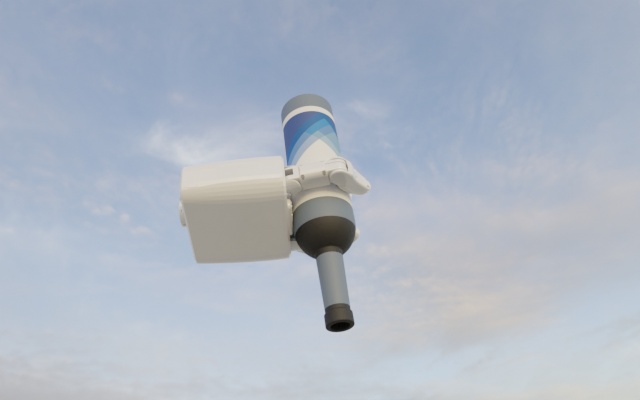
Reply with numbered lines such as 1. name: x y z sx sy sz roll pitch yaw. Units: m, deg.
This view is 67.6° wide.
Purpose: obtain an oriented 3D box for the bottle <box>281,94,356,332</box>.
1. bottle: 0.000 0.002 0.530 0.069 0.295 0.069 -6 -38 -4
